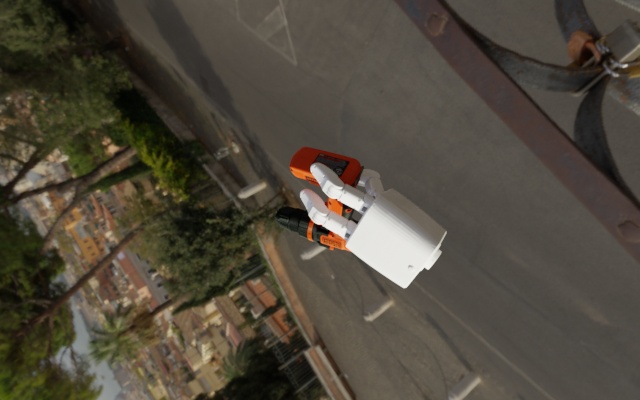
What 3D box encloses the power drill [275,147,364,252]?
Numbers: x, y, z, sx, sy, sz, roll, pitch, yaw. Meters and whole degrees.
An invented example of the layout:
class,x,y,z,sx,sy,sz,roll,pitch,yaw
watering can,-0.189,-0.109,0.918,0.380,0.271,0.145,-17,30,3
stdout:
class,x,y,z,sx,sy,sz,roll,pitch,yaw
power drill,0.000,0.002,0.773,0.184,0.057,0.188,15,-38,18
